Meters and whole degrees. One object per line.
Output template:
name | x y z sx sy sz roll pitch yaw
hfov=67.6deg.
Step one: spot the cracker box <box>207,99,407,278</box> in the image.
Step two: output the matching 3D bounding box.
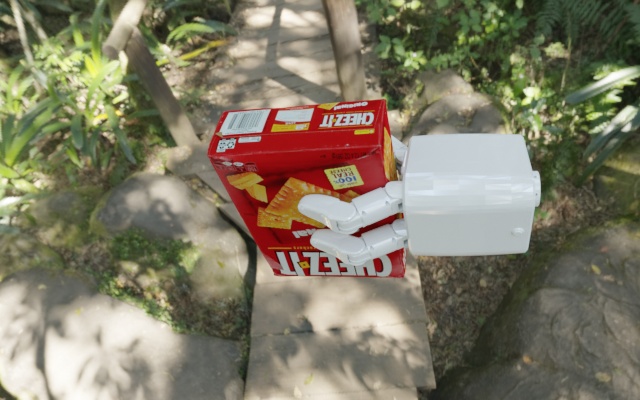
cracker box | 0.000 0.001 0.504 0.164 0.072 0.214 -1 -40 16
